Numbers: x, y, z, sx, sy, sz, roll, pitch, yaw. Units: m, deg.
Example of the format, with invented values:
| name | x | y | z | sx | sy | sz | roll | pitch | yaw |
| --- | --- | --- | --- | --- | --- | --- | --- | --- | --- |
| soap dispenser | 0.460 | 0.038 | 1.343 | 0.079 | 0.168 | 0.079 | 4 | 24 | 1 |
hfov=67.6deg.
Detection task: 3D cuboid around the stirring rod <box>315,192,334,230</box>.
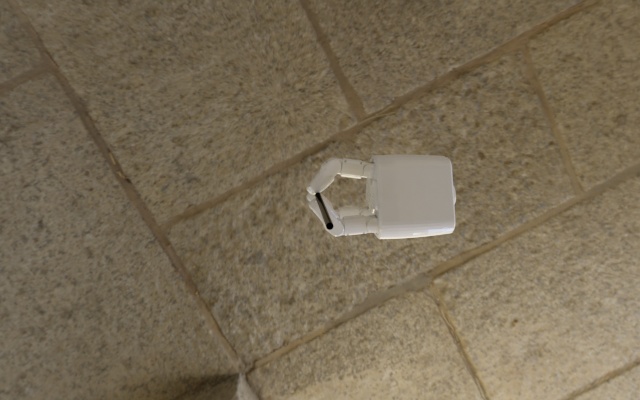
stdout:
| name | x | y | z | sx | sy | sz | roll | pitch | yaw |
| --- | --- | --- | --- | --- | --- | --- | --- | --- | --- |
| stirring rod | 0.000 | 0.002 | 0.612 | 0.011 | 0.011 | 0.239 | 0 | 12 | -5 |
